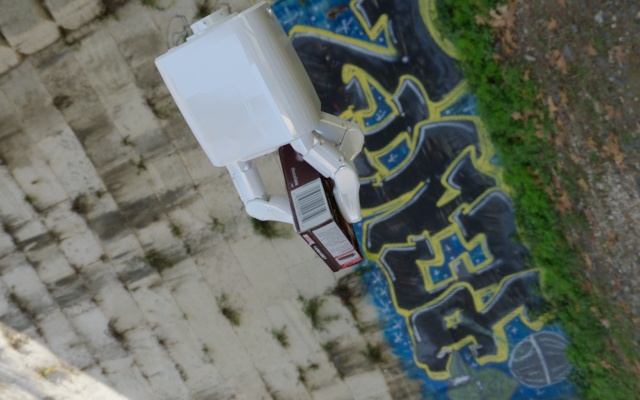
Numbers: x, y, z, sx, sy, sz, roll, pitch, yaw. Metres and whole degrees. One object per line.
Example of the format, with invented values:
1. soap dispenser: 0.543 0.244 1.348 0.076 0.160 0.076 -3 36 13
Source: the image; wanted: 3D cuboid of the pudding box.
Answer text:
1. pudding box: 0.000 0.002 0.470 0.039 0.113 0.090 -23 -38 12
